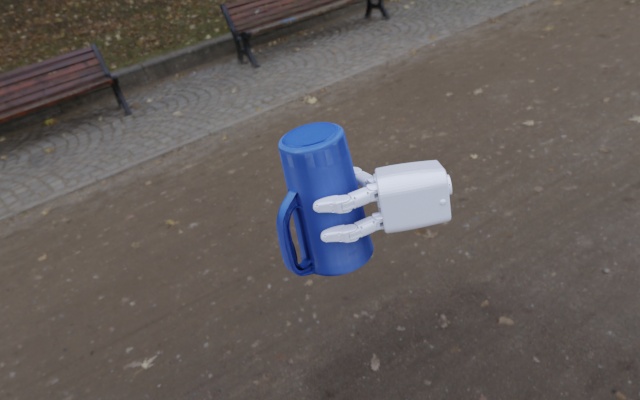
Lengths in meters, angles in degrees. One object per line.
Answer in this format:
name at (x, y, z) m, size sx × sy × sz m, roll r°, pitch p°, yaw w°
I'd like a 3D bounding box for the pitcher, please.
pitcher at (0.000, 0.003, 0.803) m, size 0.145 × 0.243 × 0.149 m, roll -8°, pitch 30°, yaw 10°
